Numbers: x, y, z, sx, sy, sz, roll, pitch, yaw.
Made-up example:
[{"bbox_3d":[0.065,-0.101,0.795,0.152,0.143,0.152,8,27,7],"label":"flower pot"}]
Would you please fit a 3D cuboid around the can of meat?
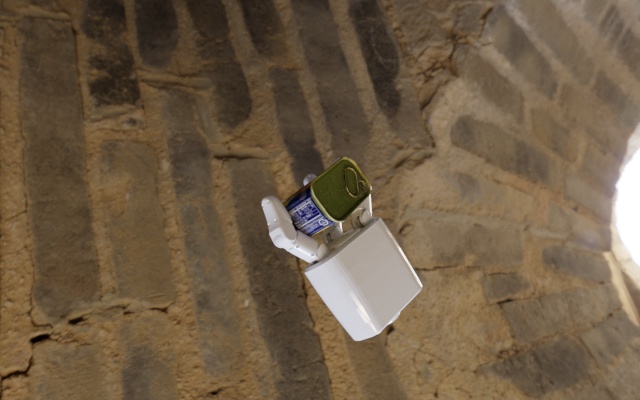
[{"bbox_3d":[0.000,0.002,0.576,0.084,0.057,0.102,-33,6,40],"label":"can of meat"}]
